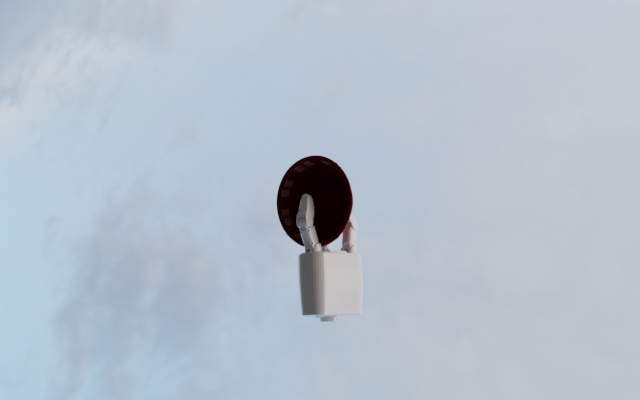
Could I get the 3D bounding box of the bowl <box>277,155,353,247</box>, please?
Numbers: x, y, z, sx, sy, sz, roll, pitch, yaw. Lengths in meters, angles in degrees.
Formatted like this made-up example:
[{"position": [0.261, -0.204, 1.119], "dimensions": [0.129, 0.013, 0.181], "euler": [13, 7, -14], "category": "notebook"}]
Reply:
[{"position": [0.001, 0.001, 0.849], "dimensions": [0.162, 0.162, 0.055], "euler": [0, -1, 35], "category": "bowl"}]
